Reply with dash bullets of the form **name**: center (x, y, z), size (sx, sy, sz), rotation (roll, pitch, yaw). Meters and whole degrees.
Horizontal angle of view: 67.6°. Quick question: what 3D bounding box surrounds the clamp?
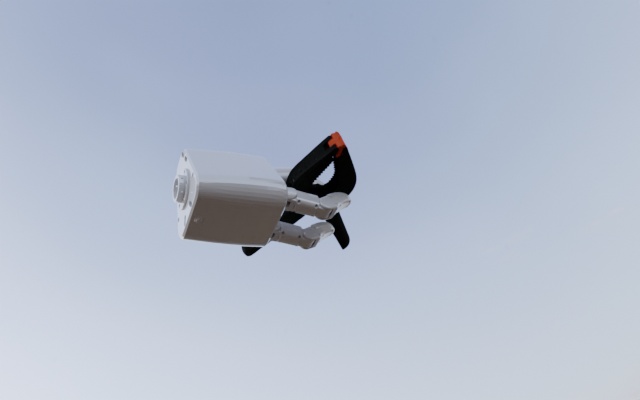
- **clamp**: center (0.000, 0.001, 0.638), size (0.164, 0.210, 0.036), rotation (4, 43, -31)
